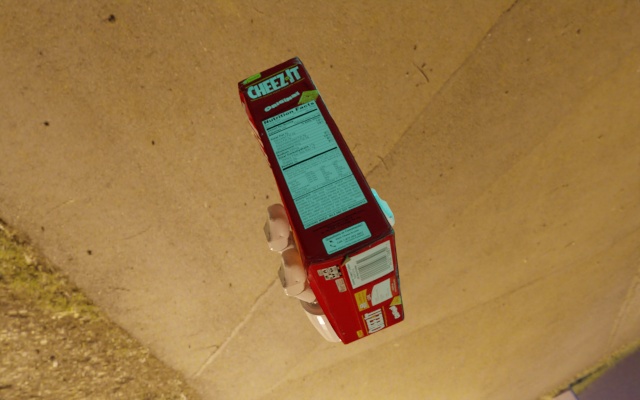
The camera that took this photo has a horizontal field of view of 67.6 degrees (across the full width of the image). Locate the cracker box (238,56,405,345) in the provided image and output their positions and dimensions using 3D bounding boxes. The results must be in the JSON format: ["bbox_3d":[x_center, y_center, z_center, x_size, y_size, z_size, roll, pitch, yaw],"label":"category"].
[{"bbox_3d":[0.000,0.002,0.441,0.072,0.213,0.164,-23,-36,-3],"label":"cracker box"}]
